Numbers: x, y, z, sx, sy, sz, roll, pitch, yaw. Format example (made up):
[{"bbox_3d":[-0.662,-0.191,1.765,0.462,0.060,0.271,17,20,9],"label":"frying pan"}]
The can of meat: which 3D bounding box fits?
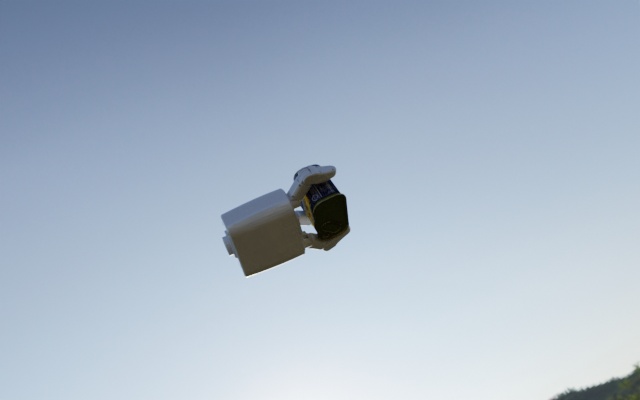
[{"bbox_3d":[0.000,0.002,0.778,0.057,0.084,0.102,-25,-39,-12],"label":"can of meat"}]
